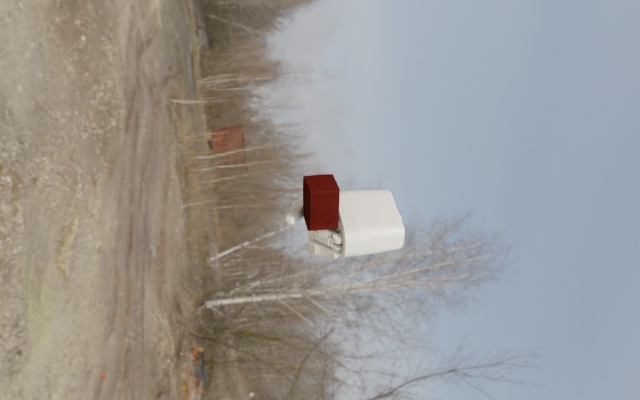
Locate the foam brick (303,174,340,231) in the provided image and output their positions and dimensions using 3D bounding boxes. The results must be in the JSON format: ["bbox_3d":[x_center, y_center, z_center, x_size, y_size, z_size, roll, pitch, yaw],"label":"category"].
[{"bbox_3d":[0.000,0.002,0.779,0.051,0.078,0.053,-5,33,-10],"label":"foam brick"}]
